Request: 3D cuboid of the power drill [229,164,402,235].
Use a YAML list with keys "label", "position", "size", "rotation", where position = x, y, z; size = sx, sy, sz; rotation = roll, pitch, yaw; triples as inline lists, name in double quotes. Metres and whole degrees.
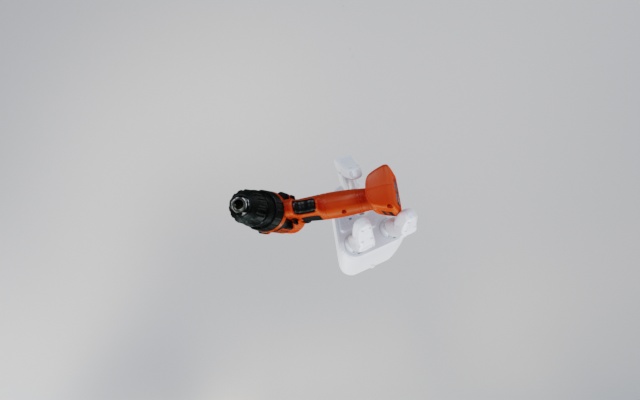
- label: "power drill"
  position: [0.001, 0.002, 0.590]
  size: [0.187, 0.057, 0.184]
  rotation: [-9, -7, 14]
